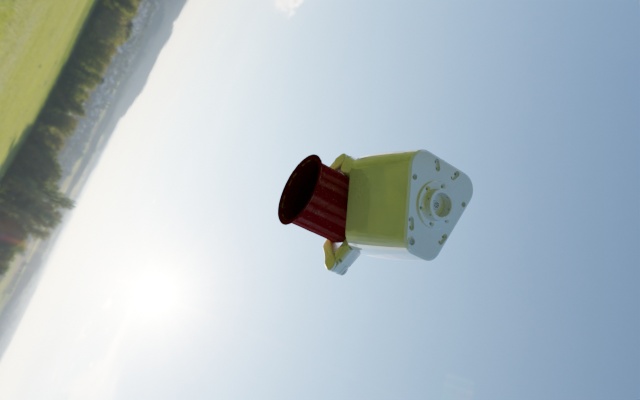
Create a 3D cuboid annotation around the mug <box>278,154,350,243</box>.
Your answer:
[{"bbox_3d":[0.000,0.002,0.602,0.081,0.093,0.117,26,-12,-26],"label":"mug"}]
